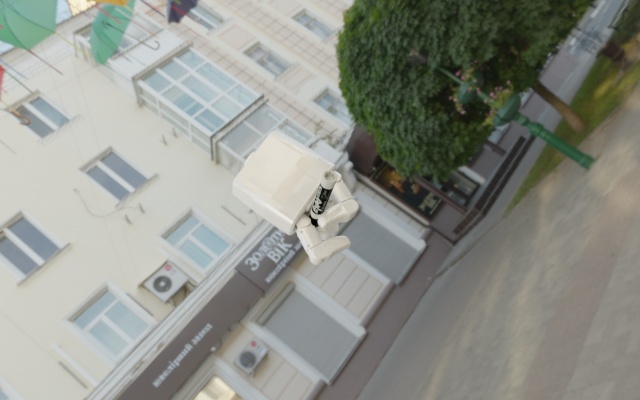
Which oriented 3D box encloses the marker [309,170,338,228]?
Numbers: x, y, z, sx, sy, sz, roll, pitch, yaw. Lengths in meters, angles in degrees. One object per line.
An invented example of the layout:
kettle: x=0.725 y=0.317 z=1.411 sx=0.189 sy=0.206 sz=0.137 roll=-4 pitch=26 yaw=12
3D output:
marker: x=0.000 y=0.002 z=0.623 sx=0.020 sy=0.020 sz=0.121 roll=0 pitch=-31 yaw=-13
